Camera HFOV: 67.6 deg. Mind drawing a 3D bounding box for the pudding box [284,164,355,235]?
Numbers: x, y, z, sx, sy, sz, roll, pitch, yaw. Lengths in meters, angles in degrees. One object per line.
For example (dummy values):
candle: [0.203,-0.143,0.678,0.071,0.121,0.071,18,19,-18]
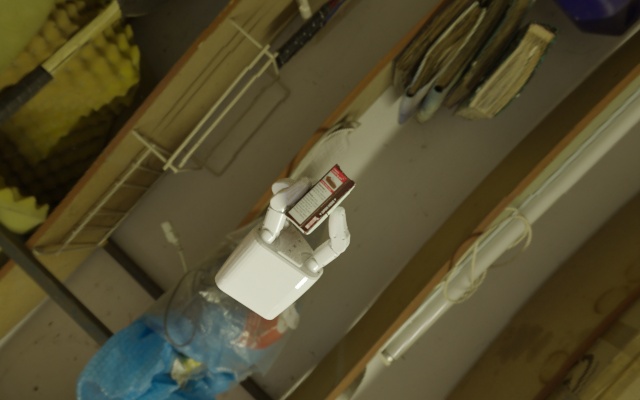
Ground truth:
pudding box: [0.000,0.002,0.625,0.039,0.090,0.113,44,-3,1]
